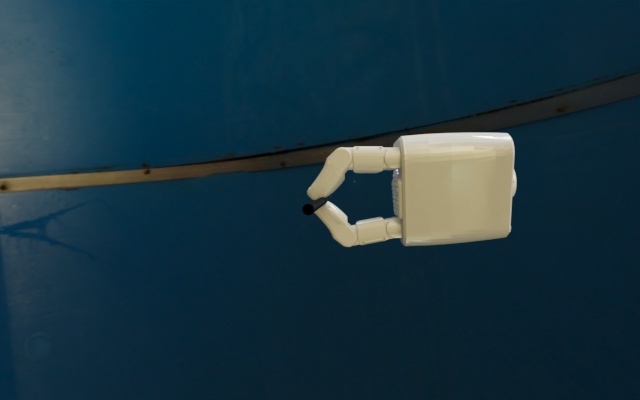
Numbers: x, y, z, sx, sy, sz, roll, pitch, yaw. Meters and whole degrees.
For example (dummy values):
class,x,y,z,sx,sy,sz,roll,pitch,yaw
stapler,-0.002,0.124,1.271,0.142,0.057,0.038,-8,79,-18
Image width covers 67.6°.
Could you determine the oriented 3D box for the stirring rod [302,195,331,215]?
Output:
class,x,y,z,sx,sy,sz,roll,pitch,yaw
stirring rod,0.000,0.001,0.445,0.011,0.011,0.239,0,2,4
